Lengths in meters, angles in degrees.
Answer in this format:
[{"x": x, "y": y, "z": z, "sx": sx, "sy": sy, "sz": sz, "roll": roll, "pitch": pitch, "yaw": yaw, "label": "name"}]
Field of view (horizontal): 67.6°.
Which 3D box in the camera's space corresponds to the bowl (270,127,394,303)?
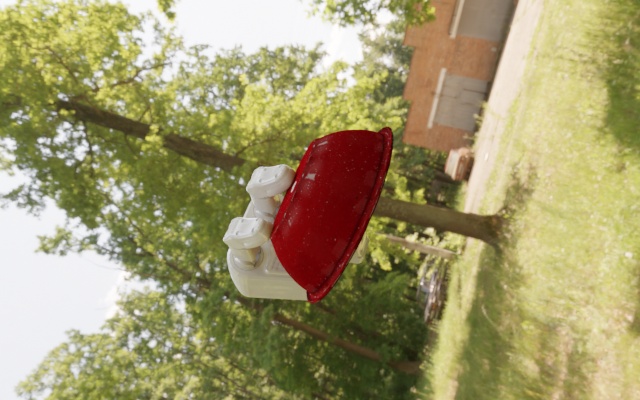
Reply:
[{"x": 0.000, "y": 0.000, "z": 0.403, "sx": 0.055, "sy": 0.162, "sz": 0.162, "roll": 24, "pitch": -4, "yaw": -8, "label": "bowl"}]
